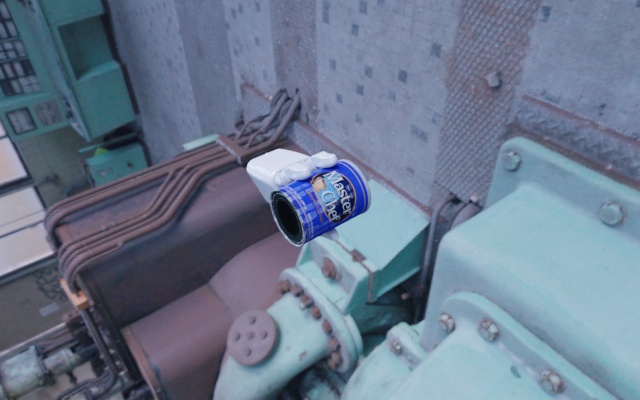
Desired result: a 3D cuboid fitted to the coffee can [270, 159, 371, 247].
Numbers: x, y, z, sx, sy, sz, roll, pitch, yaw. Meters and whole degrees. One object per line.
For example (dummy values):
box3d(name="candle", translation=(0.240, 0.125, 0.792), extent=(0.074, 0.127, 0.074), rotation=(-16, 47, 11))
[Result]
box3d(name="coffee can", translation=(0.000, 0.003, 0.809), extent=(0.140, 0.103, 0.103), rotation=(-26, 12, -27))
